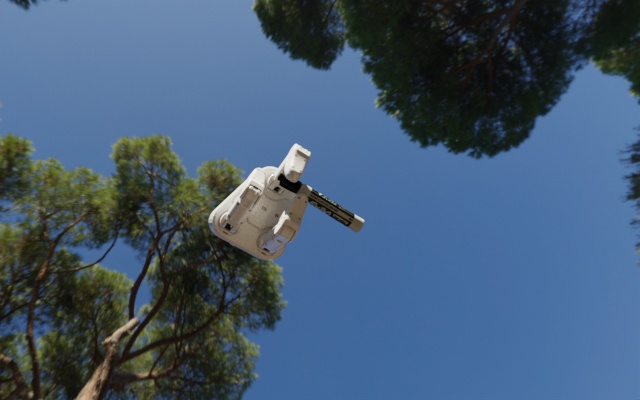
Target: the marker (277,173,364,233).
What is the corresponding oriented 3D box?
[{"bbox_3d":[0.000,0.002,0.583,0.121,0.020,0.020,32,-9,-15],"label":"marker"}]
